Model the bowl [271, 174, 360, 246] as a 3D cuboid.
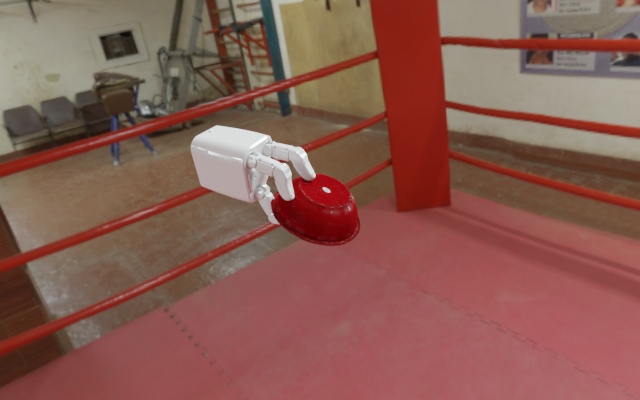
[{"bbox_3d":[0.002,0.003,0.813,0.162,0.055,0.162,14,35,-10],"label":"bowl"}]
